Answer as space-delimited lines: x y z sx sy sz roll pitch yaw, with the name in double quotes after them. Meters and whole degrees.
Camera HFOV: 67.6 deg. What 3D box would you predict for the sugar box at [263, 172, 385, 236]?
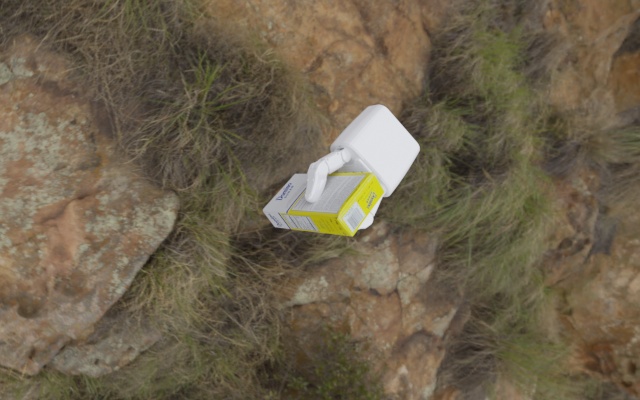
0.001 0.003 0.720 0.176 0.048 0.093 1 43 50 "sugar box"
